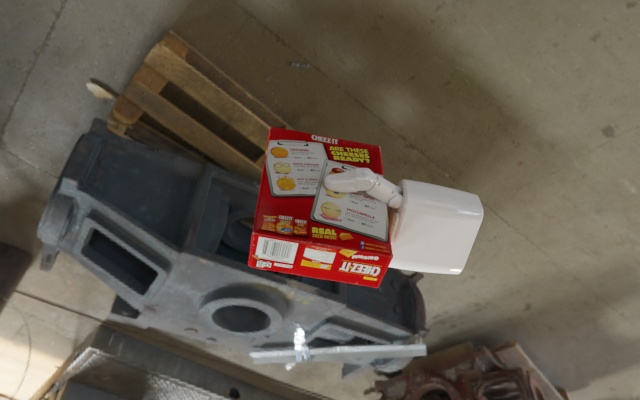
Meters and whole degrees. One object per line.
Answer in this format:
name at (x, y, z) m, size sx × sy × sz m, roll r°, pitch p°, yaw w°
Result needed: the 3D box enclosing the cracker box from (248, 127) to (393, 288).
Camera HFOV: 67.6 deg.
cracker box at (0.000, 0.002, 0.628) m, size 0.164 × 0.072 × 0.213 m, roll 10°, pitch 41°, yaw -7°
